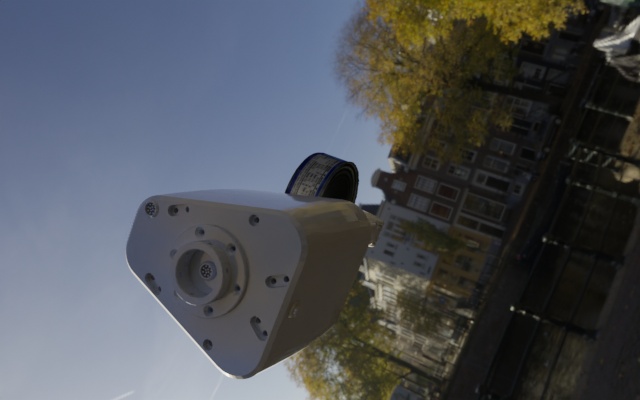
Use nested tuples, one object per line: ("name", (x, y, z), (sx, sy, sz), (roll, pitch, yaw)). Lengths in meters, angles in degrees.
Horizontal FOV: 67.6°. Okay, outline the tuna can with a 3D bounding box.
("tuna can", (0.000, 0.001, 0.426), (0.033, 0.086, 0.086), (22, 9, 23))
